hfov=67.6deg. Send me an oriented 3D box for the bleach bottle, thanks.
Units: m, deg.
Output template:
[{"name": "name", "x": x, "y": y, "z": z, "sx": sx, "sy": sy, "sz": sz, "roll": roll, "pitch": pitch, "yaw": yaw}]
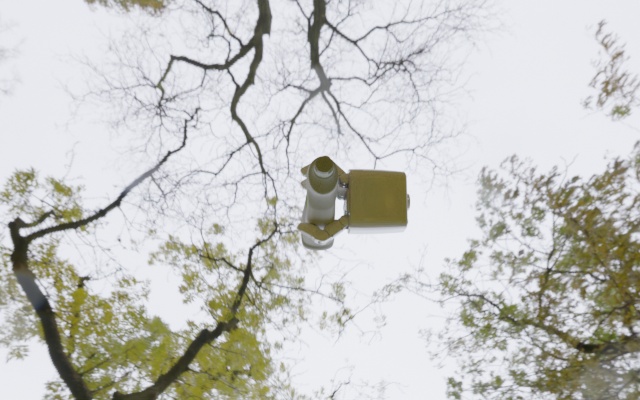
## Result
[{"name": "bleach bottle", "x": 0.000, "y": 0.003, "z": 0.855, "sx": 0.068, "sy": 0.102, "sz": 0.251, "roll": 1, "pitch": -24, "yaw": -3}]
